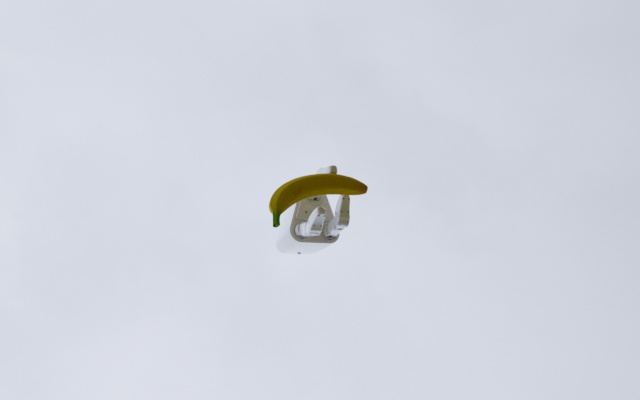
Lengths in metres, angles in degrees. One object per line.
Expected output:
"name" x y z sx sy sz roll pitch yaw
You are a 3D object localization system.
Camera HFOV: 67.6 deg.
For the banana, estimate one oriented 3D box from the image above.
"banana" -0.012 -0.012 0.788 0.198 0.069 0.037 -21 -16 -32
